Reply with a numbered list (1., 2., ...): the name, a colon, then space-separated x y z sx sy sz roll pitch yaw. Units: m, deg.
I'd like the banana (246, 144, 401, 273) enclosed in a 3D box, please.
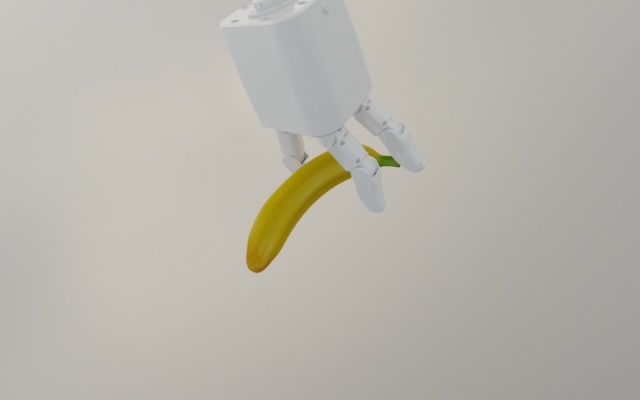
1. banana: -0.009 -0.006 0.478 0.197 0.037 0.069 -38 39 -22
